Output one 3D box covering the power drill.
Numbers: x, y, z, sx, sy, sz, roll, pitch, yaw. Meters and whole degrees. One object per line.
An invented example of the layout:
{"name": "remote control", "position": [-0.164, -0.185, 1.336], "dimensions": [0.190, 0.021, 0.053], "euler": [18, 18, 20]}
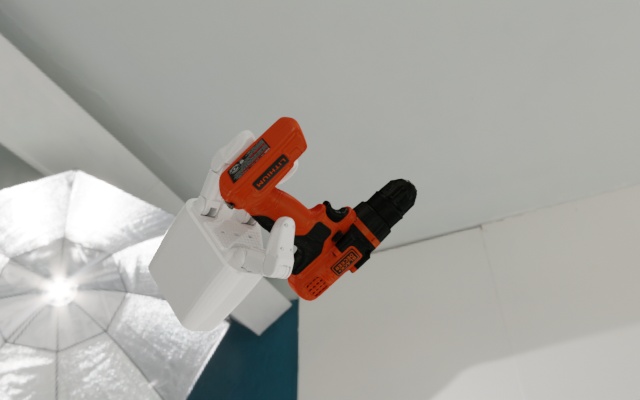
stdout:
{"name": "power drill", "position": [0.000, 0.002, 0.516], "dimensions": [0.188, 0.184, 0.057], "euler": [47, -1, -31]}
